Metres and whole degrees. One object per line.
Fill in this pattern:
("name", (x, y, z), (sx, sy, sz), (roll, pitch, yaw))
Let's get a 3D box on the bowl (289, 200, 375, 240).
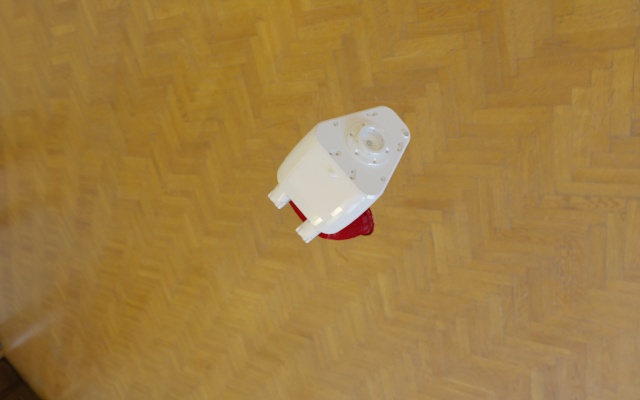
("bowl", (0.000, 0.003, 0.673), (0.055, 0.162, 0.162), (-40, 14, -17))
